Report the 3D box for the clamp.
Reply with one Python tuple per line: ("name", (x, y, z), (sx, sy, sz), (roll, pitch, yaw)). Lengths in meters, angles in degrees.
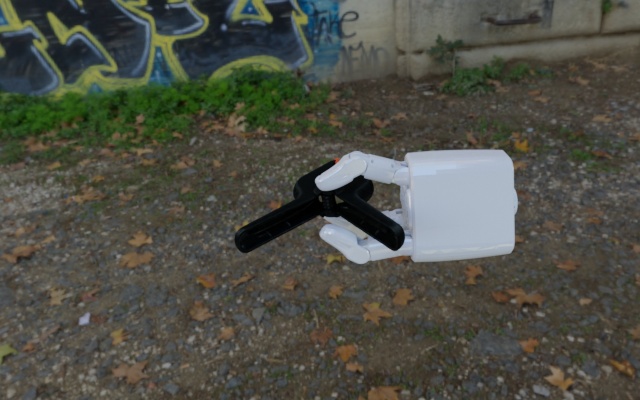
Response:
("clamp", (0.000, 0.001, 0.534), (0.164, 0.036, 0.210), (-4, 24, 4))
